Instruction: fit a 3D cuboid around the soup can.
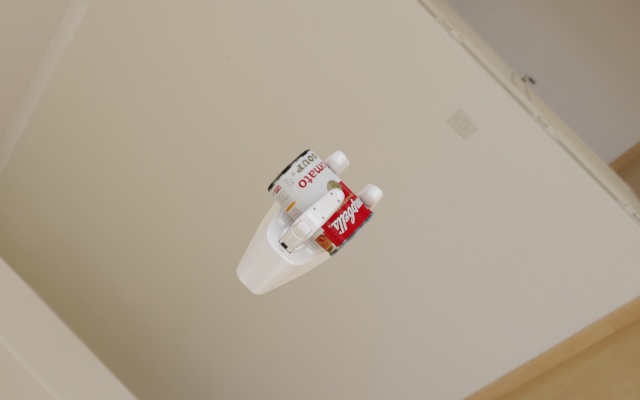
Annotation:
[{"bbox_3d":[0.000,0.001,0.527,0.068,0.102,0.068,-44,-1,-1],"label":"soup can"}]
